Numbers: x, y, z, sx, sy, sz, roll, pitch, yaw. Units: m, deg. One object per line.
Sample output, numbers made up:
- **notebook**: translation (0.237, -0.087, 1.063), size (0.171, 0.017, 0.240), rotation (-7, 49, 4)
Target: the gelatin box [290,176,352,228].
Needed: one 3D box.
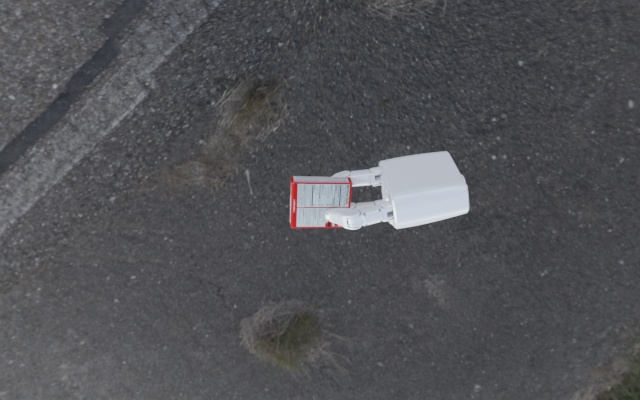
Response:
- **gelatin box**: translation (0.000, 0.003, 0.704), size (0.089, 0.073, 0.030), rotation (0, 24, -7)
